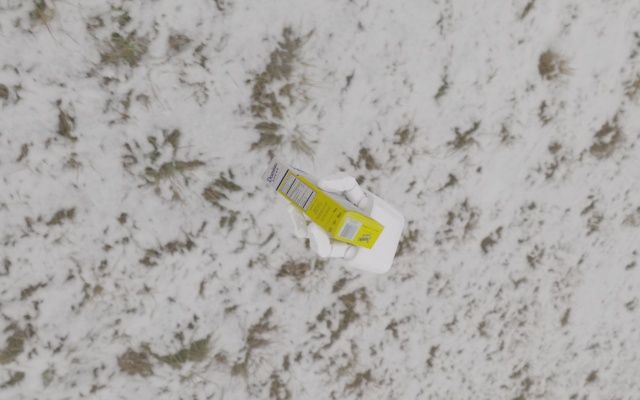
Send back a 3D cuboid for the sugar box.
[{"bbox_3d":[0.000,0.003,0.692,0.176,0.048,0.093,34,7,41],"label":"sugar box"}]
